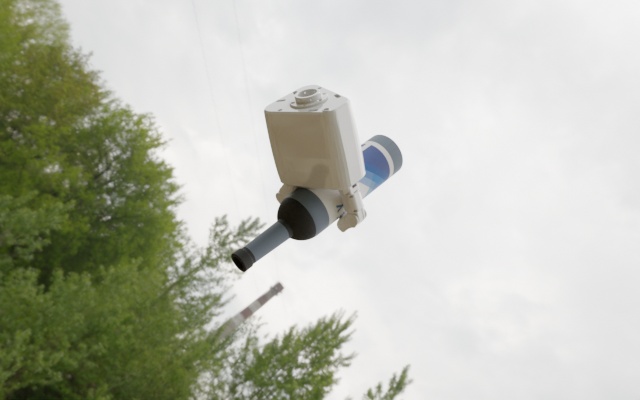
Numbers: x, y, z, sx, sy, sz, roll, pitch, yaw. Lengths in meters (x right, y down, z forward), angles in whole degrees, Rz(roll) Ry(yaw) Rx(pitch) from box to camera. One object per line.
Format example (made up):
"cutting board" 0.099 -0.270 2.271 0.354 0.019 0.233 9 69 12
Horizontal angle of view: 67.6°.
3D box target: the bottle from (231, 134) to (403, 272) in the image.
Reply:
"bottle" 0.000 0.002 0.657 0.295 0.069 0.069 -36 21 -32
